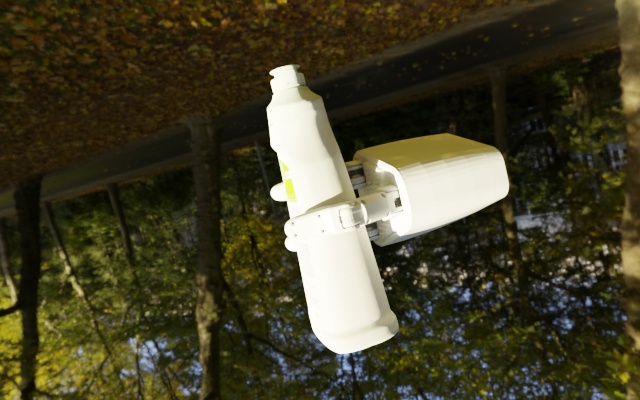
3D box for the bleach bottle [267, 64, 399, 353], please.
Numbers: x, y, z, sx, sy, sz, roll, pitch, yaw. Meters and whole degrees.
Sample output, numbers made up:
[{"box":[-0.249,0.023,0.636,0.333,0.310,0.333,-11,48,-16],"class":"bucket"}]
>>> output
[{"box":[0.000,0.001,0.438,0.068,0.251,0.102,-15,5,-16],"class":"bleach bottle"}]
